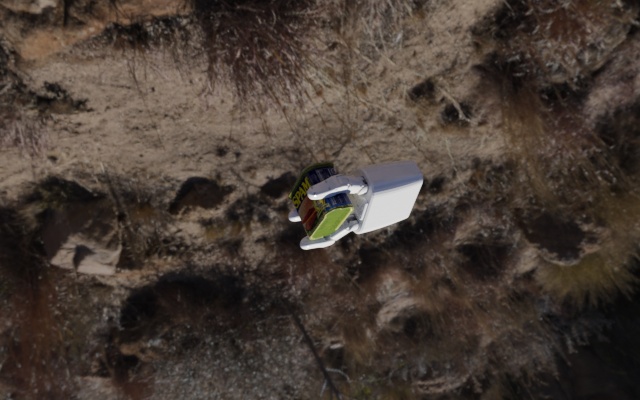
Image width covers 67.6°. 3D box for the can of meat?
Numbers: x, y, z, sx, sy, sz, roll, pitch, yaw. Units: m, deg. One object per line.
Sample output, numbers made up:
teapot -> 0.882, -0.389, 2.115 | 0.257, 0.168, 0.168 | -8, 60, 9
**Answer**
can of meat -> 0.000, 0.003, 0.753 | 0.057, 0.084, 0.102 | -11, -27, -32
